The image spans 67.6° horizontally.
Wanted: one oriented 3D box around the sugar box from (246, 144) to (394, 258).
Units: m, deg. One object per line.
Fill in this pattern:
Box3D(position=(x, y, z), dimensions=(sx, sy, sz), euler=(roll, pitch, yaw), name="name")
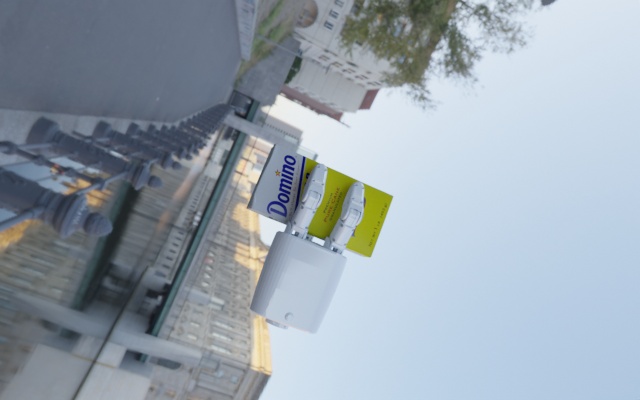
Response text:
Box3D(position=(0.000, 0.002, 0.640), dimensions=(0.176, 0.093, 0.048), euler=(23, -9, -13), name="sugar box")
